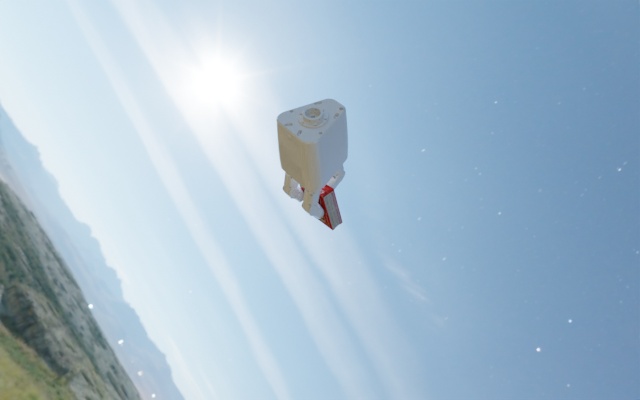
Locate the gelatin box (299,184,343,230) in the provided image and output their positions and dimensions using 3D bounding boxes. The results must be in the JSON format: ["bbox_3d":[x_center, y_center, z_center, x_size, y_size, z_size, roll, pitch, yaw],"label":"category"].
[{"bbox_3d":[0.001,0.003,0.889,0.030,0.089,0.073,-36,44,-20],"label":"gelatin box"}]
